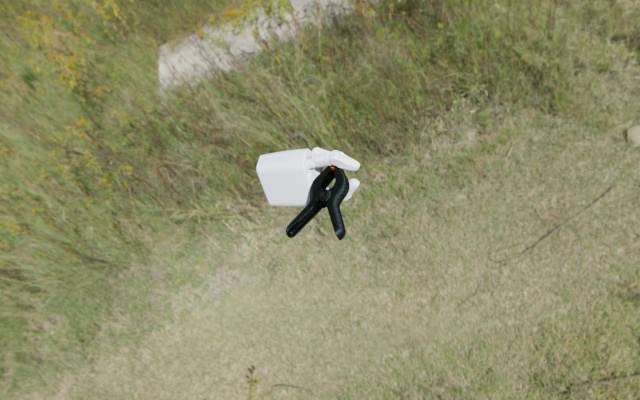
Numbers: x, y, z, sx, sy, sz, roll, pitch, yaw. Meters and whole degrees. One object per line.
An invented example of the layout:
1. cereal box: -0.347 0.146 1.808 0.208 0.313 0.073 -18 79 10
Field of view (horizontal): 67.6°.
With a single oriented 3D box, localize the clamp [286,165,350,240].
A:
1. clamp: 0.000 0.002 0.892 0.120 0.171 0.039 -4 -38 21
